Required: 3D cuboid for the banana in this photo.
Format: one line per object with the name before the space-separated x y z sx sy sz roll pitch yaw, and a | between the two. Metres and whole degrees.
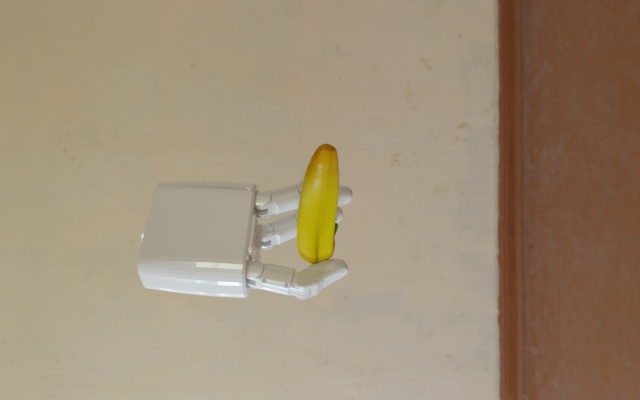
banana | -0.002 0.020 0.462 0.037 0.069 0.198 7 -22 4
